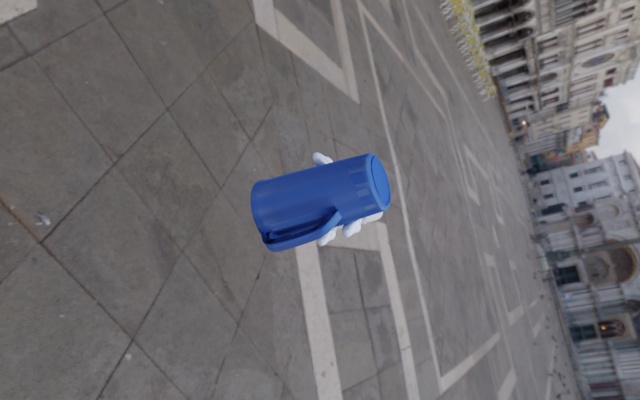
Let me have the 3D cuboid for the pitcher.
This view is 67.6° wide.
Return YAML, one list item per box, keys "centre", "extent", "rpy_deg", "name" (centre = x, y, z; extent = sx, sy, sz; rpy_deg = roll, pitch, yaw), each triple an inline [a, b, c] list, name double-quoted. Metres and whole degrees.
- centre: [0.000, 0.003, 0.886]
  extent: [0.243, 0.149, 0.145]
  rpy_deg: [-16, -9, 23]
  name: "pitcher"
